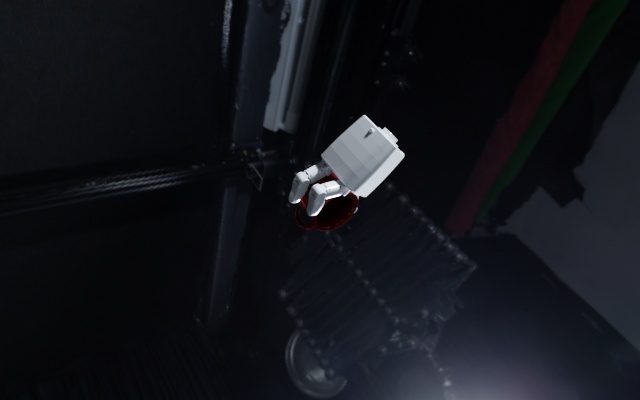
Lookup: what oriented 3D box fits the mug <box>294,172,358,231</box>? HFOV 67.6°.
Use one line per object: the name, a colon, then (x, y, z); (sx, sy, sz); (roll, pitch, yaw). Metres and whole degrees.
mug: (-0.001, 0.004, 0.873); (0.081, 0.117, 0.093); (53, 12, 34)
